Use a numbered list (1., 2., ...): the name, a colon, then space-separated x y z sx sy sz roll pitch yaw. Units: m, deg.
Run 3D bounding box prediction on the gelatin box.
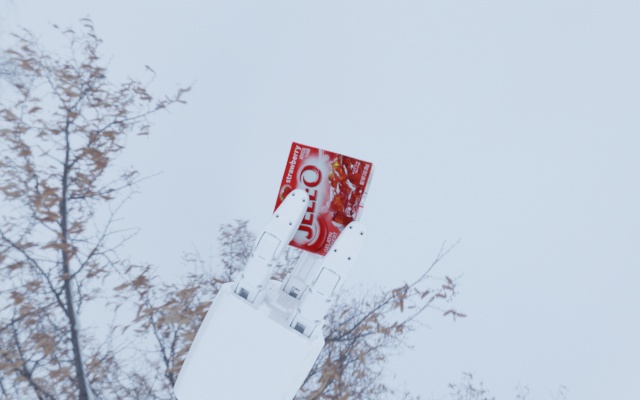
1. gelatin box: 0.000 0.001 0.416 0.073 0.089 0.030 16 0 12
